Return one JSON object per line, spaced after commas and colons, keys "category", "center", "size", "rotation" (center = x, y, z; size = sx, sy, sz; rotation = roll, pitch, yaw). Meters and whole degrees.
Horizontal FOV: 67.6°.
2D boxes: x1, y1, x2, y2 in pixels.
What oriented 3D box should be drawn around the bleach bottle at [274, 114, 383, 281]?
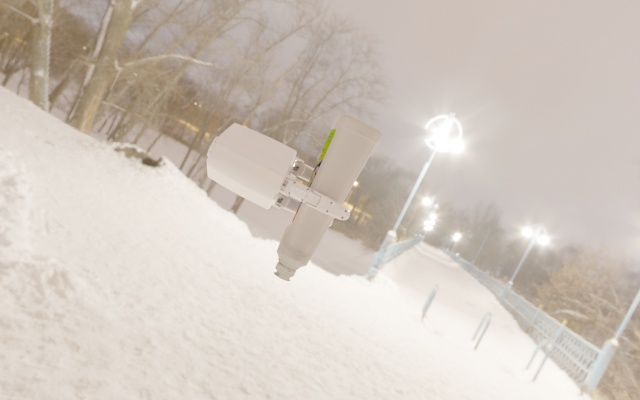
{"category": "bleach bottle", "center": [0.000, 0.002, 0.694], "size": [0.068, 0.251, 0.102], "rotation": [27, 2, -7]}
